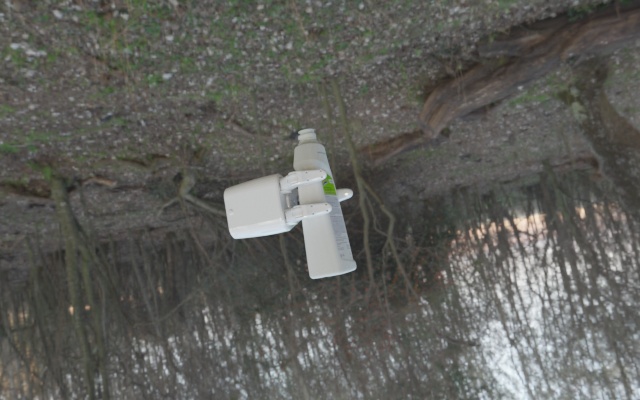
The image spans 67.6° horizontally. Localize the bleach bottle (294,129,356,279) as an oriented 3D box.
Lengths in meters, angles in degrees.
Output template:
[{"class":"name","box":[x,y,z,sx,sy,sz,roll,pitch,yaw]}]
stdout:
[{"class":"bleach bottle","box":[0.000,0.003,0.822,0.068,0.251,0.102,-12,-7,19]}]
